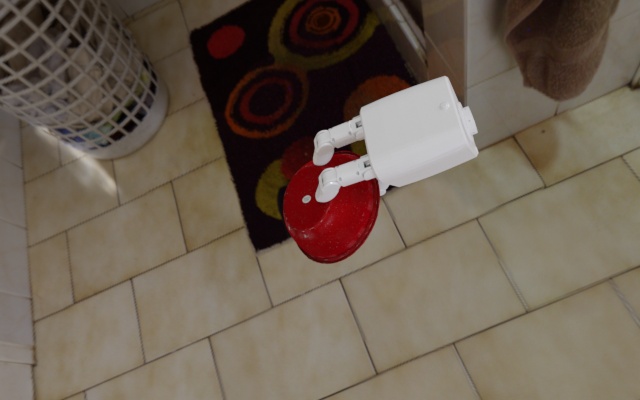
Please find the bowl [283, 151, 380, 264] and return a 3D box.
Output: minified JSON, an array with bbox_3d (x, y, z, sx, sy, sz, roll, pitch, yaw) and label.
[{"bbox_3d":[-0.001,0.003,0.649,0.162,0.162,0.055,0,-14,44],"label":"bowl"}]
